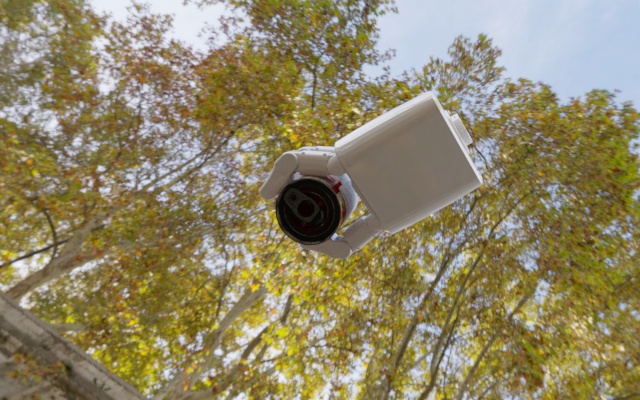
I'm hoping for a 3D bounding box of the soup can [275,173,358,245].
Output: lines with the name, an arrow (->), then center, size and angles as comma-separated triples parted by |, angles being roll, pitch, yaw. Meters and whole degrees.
soup can -> 0.000, 0.002, 0.515 | 0.068, 0.068, 0.102 | 0, 11, 15
